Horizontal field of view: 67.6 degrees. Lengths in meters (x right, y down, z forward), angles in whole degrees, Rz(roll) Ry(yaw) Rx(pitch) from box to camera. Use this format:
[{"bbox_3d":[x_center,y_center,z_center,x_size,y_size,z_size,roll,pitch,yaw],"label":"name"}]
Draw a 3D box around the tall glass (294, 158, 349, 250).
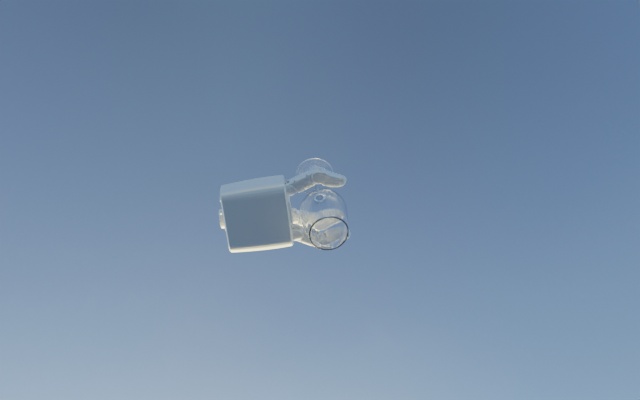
[{"bbox_3d":[0.000,0.002,0.812,0.079,0.079,0.201,0,29,-9],"label":"tall glass"}]
